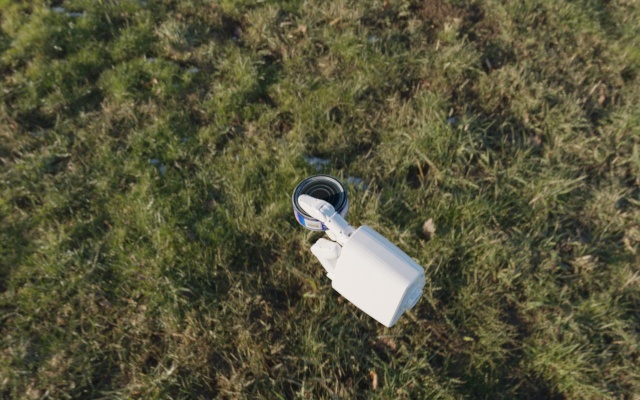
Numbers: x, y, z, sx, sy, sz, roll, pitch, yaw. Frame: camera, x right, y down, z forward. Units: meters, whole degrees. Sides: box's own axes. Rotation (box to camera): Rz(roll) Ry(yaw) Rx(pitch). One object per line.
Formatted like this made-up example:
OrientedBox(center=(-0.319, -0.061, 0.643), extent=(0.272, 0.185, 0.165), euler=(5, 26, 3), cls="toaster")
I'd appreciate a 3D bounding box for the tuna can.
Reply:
OrientedBox(center=(0.000, 0.002, 0.730), extent=(0.086, 0.086, 0.034), euler=(0, -34, 7), cls="tuna can")
